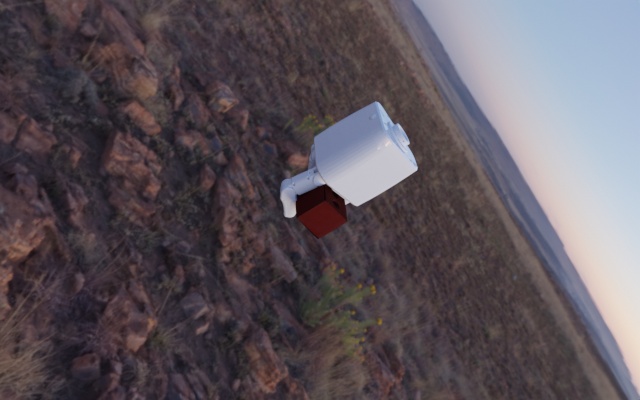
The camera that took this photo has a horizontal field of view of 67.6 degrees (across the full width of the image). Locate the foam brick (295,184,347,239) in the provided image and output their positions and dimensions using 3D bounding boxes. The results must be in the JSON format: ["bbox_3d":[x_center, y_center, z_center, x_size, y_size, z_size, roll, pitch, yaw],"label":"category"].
[{"bbox_3d":[0.000,0.002,0.672,0.051,0.078,0.053,-30,-53,20],"label":"foam brick"}]
